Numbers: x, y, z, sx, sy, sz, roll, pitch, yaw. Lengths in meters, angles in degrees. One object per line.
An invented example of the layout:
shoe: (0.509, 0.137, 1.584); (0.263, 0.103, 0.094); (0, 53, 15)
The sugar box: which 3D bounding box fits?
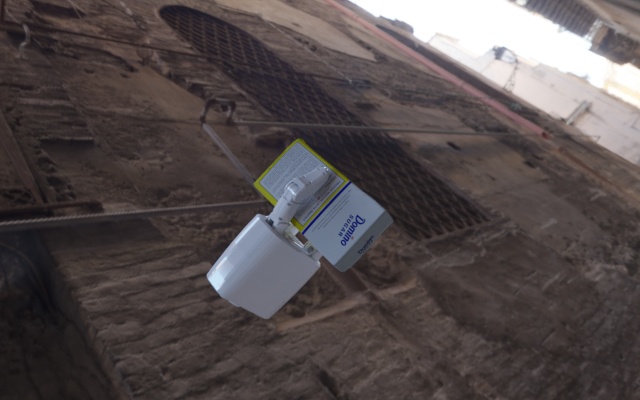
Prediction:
sugar box: (0.000, 0.002, 0.624); (0.176, 0.093, 0.048); (43, 0, 30)
